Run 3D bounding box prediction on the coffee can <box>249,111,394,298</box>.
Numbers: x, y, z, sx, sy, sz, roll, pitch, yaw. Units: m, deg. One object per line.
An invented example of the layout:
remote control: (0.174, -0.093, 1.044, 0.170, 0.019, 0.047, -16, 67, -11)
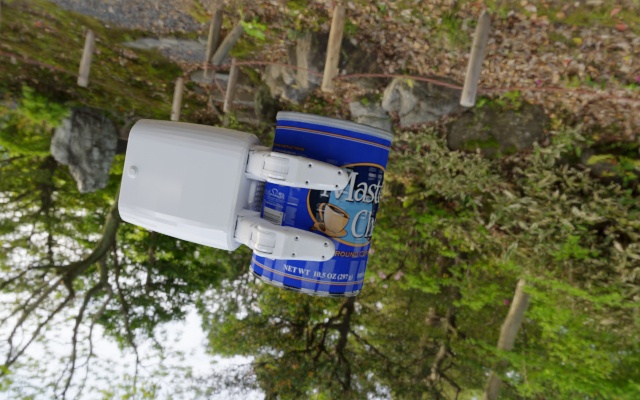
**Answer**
coffee can: (0.000, 0.001, 0.421, 0.103, 0.140, 0.103, 11, 4, -1)
